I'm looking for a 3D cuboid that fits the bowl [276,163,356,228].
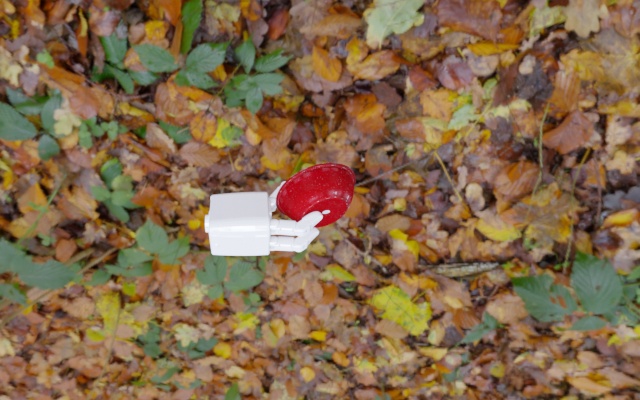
[{"bbox_3d":[0.002,0.003,0.900,0.162,0.055,0.162,-16,-34,-11],"label":"bowl"}]
